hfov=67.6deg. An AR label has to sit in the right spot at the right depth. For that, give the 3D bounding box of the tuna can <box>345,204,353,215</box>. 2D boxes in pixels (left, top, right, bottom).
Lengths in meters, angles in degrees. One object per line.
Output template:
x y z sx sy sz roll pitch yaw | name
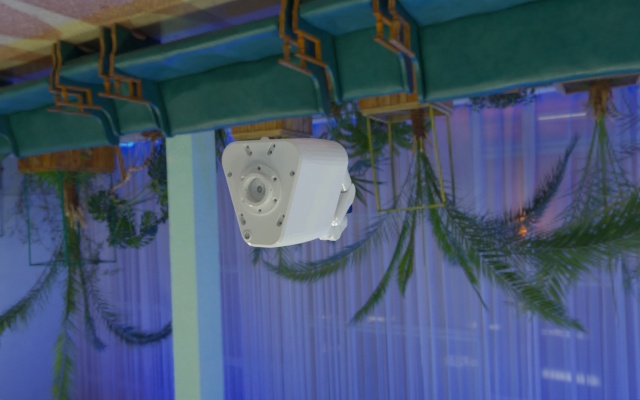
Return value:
0.000 0.003 0.639 0.086 0.034 0.086 -5 5 0 | tuna can
